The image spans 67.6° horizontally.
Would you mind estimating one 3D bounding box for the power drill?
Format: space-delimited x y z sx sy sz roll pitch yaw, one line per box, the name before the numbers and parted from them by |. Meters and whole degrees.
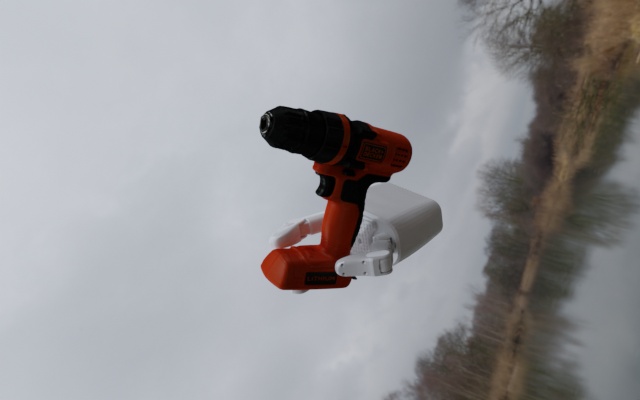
power drill | 0.000 0.002 0.500 0.184 0.188 0.057 7 21 -36
